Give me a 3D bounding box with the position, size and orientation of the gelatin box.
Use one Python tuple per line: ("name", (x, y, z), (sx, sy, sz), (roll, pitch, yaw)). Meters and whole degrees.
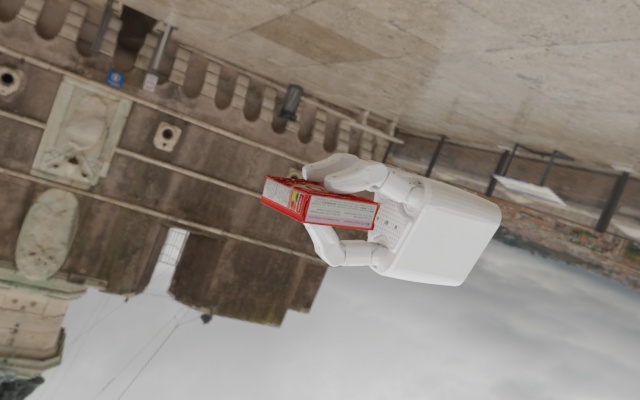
("gelatin box", (0.000, 0.002, 0.454), (0.089, 0.030, 0.073), (7, 10, -39))
